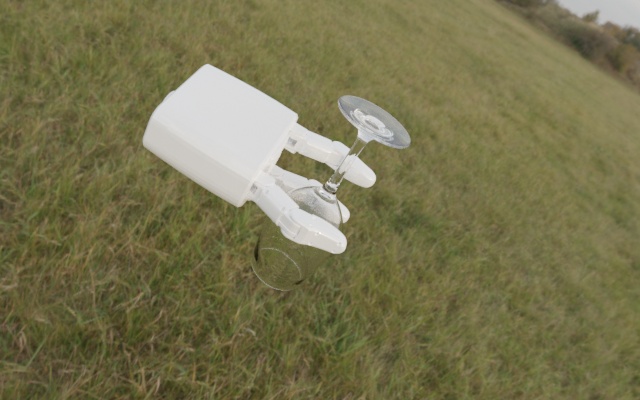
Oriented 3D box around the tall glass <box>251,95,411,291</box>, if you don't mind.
[{"bbox_3d":[0.001,0.001,0.466,0.079,0.201,0.079,24,31,-16],"label":"tall glass"}]
